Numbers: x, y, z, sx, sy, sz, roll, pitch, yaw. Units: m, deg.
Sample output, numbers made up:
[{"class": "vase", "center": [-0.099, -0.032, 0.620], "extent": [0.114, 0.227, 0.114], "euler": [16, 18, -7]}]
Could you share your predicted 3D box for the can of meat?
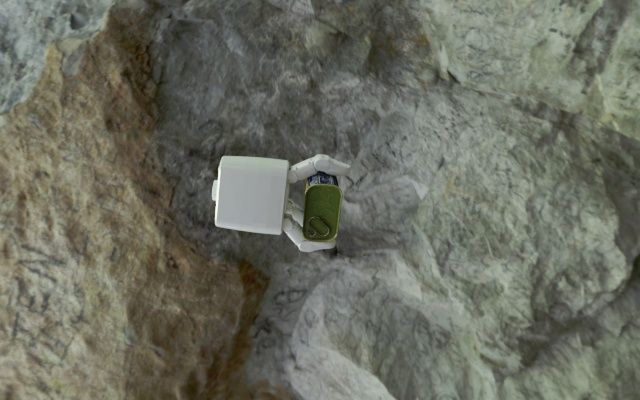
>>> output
[{"class": "can of meat", "center": [0.000, 0.002, 0.771], "extent": [0.057, 0.102, 0.084], "euler": [3, 27, -5]}]
